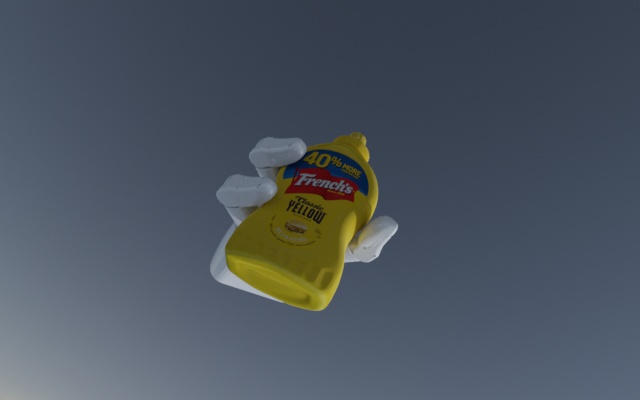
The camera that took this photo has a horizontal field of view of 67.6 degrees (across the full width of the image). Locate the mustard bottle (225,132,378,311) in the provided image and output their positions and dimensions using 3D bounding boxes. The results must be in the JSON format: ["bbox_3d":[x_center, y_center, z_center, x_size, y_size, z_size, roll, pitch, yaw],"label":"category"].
[{"bbox_3d":[0.000,0.001,0.442,0.096,0.191,0.058,21,-38,13],"label":"mustard bottle"}]
